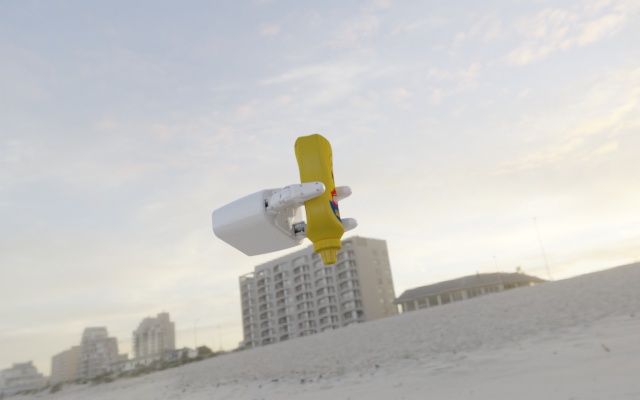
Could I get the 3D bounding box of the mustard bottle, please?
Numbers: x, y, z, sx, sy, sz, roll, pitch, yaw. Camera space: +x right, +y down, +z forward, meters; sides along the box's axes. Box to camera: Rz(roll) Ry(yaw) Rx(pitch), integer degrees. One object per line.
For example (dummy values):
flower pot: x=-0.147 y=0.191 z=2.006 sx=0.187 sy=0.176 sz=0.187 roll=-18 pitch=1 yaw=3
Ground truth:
mustard bottle: x=0.000 y=0.002 z=0.724 sx=0.058 sy=0.191 sz=0.096 roll=-10 pitch=-19 yaw=5
